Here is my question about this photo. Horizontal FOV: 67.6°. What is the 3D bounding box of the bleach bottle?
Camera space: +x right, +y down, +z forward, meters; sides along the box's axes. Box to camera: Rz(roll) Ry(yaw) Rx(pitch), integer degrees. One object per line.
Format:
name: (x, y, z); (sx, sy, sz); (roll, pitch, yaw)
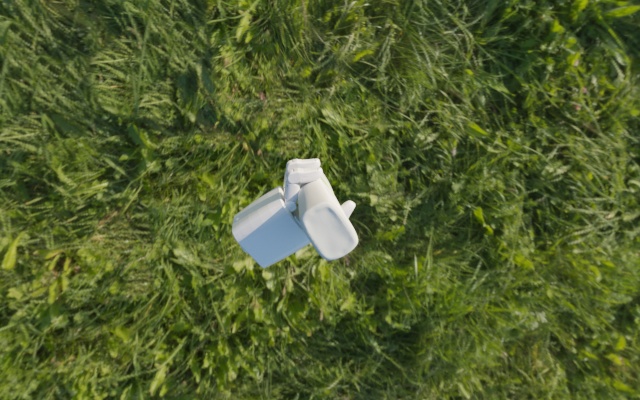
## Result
bleach bottle: (0.000, 0.003, 0.844); (0.068, 0.102, 0.250); (-31, 21, 6)
